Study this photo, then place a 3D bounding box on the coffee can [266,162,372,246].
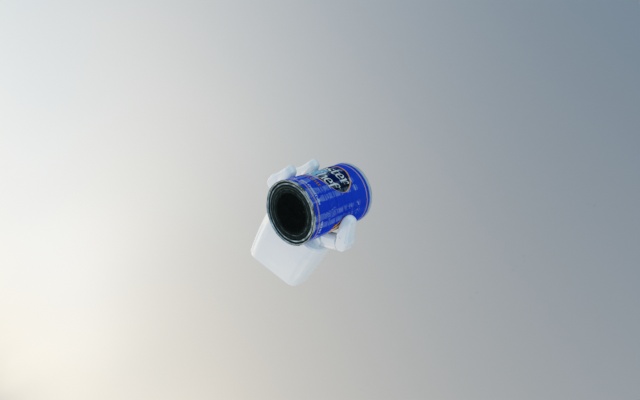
[{"bbox_3d":[0.000,0.002,0.756,0.103,0.103,0.140,0,14,43],"label":"coffee can"}]
